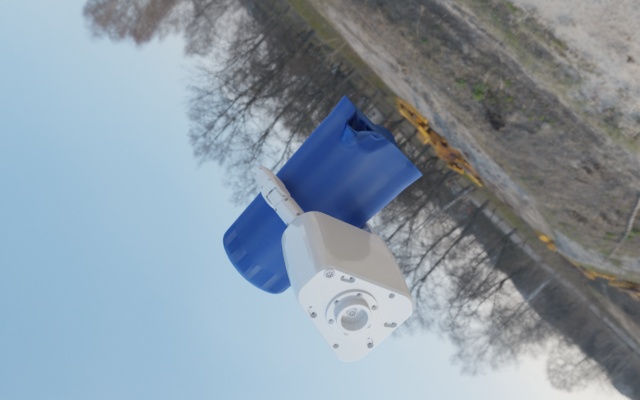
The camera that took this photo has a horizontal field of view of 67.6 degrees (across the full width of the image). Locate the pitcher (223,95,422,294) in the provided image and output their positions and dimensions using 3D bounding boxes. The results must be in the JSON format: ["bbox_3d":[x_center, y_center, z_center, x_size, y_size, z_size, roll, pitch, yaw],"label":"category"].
[{"bbox_3d":[0.000,0.002,0.602,0.149,0.243,0.145,41,12,-25],"label":"pitcher"}]
